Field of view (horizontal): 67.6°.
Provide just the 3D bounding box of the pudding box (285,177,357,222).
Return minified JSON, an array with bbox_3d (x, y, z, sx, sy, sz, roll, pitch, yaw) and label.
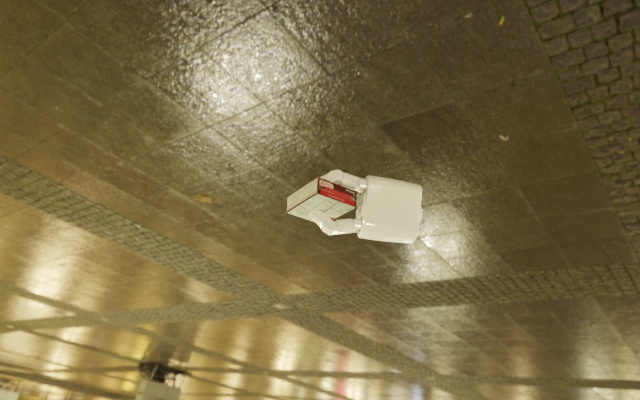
[{"bbox_3d":[0.000,0.003,0.894,0.090,0.039,0.113,21,-33,-29],"label":"pudding box"}]
